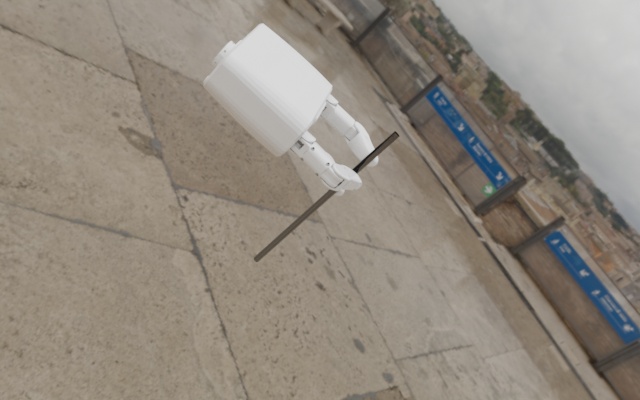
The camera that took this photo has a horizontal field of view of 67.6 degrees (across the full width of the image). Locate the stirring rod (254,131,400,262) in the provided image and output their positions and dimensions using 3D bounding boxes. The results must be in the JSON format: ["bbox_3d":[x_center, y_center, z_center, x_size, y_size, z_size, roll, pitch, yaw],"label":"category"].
[{"bbox_3d":[0.000,0.002,0.561,0.239,0.011,0.011,-42,-20,23],"label":"stirring rod"}]
